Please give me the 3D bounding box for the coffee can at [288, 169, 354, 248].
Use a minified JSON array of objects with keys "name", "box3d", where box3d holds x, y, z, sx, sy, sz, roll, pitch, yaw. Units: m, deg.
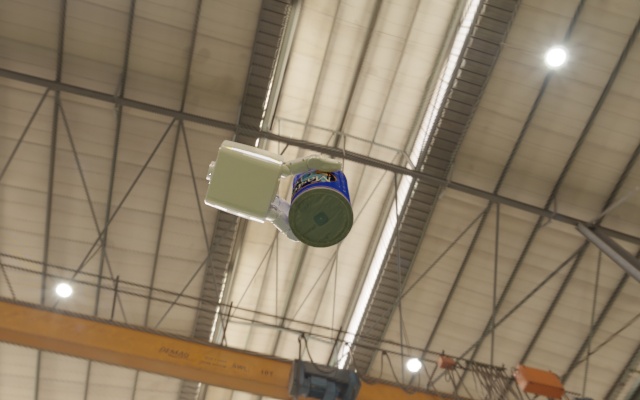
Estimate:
[{"name":"coffee can","box3d":[0.000,0.003,0.808,0.103,0.103,0.140,0,22,0]}]
